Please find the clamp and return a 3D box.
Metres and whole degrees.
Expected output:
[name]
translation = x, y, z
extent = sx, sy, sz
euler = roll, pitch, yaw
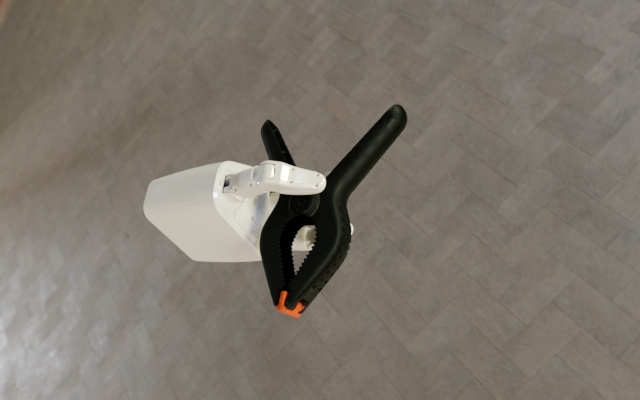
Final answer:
[clamp]
translation = -0.001, 0.002, 0.447
extent = 0.164, 0.210, 0.036
euler = -8, -26, 30
